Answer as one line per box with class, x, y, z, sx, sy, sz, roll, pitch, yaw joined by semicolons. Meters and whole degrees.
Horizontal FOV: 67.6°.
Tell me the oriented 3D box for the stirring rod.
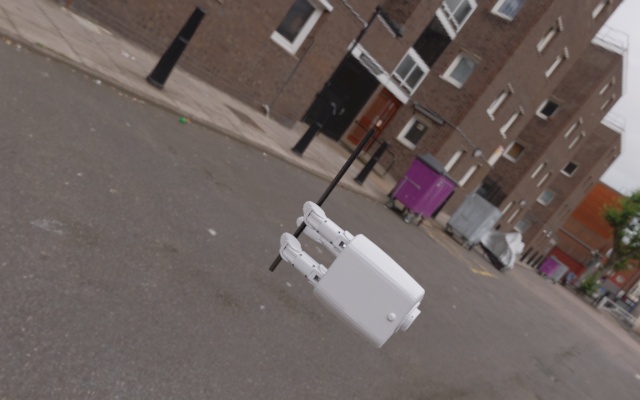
stirring rod;0.000;0.002;0.650;0.011;0.239;0.011;35;10;-7
